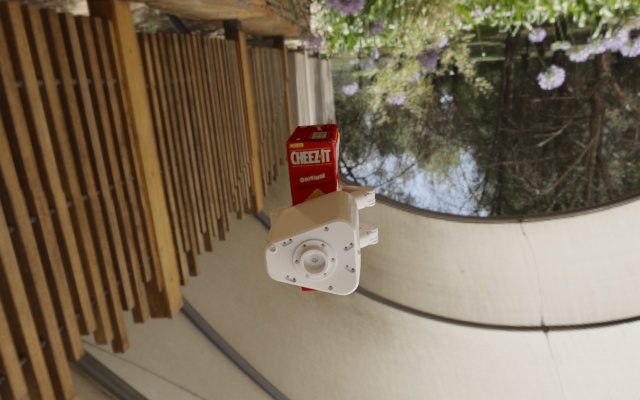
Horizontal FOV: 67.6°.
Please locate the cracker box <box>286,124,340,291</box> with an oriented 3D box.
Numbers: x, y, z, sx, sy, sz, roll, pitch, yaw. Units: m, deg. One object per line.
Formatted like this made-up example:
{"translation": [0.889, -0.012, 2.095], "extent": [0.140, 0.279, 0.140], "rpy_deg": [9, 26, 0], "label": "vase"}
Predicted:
{"translation": [0.000, 0.003, 0.713], "extent": [0.072, 0.214, 0.164], "rpy_deg": [-3, 16, 3], "label": "cracker box"}
